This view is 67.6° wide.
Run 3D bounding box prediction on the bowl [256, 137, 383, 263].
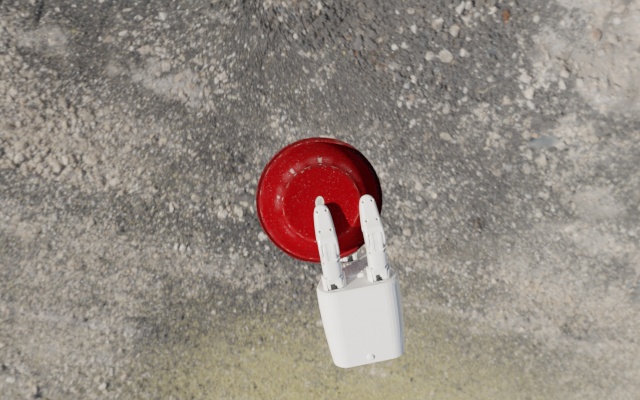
[{"bbox_3d":[0.000,0.001,0.583,0.162,0.162,0.055,0,4,-3],"label":"bowl"}]
